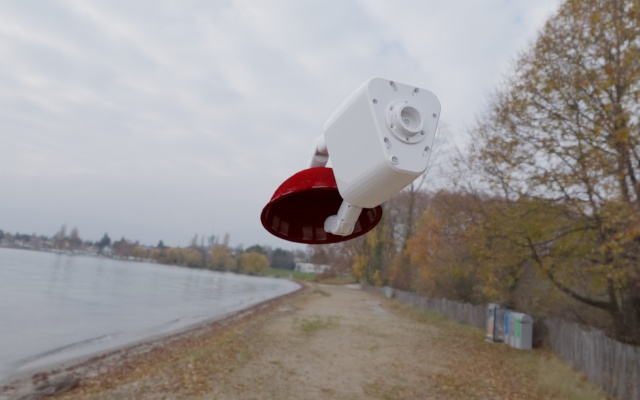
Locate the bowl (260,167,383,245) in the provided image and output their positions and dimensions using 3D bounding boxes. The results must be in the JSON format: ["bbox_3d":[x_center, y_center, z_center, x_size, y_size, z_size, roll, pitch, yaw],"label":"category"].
[{"bbox_3d":[-0.001,0.002,0.645,0.162,0.055,0.162,-3,-30,-2],"label":"bowl"}]
